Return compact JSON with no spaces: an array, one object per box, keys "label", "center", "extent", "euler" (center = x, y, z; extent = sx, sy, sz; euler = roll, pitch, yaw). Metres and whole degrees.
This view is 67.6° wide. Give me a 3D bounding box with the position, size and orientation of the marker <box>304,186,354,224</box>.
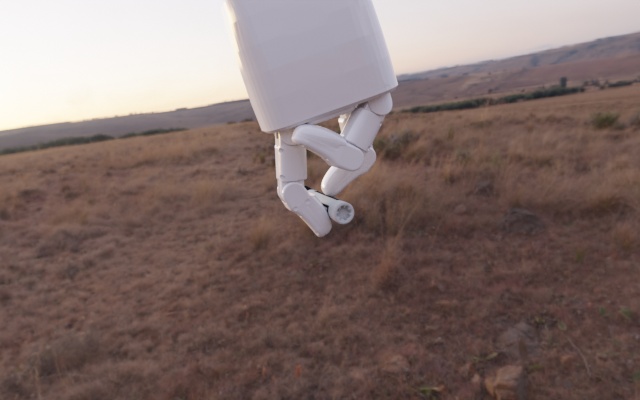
[{"label":"marker","center":[0.000,0.002,0.457],"extent":[0.020,0.020,0.121],"euler":[0,9,-19]}]
